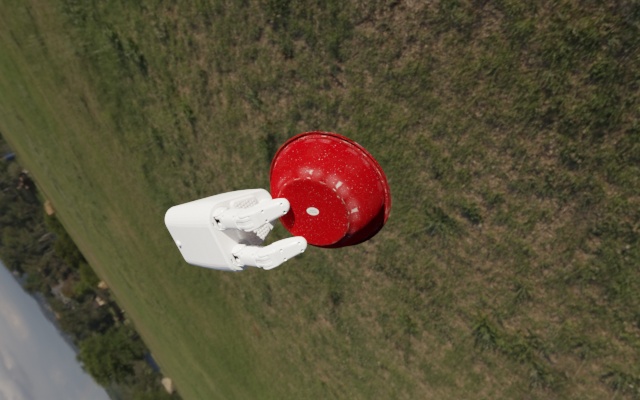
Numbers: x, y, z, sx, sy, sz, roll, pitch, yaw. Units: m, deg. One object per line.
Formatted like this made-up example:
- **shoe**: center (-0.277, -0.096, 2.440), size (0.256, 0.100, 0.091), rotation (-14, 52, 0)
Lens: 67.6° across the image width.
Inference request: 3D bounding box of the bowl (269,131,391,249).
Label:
- **bowl**: center (0.001, 0.002, 0.574), size (0.162, 0.162, 0.055), rotation (0, 29, 25)
